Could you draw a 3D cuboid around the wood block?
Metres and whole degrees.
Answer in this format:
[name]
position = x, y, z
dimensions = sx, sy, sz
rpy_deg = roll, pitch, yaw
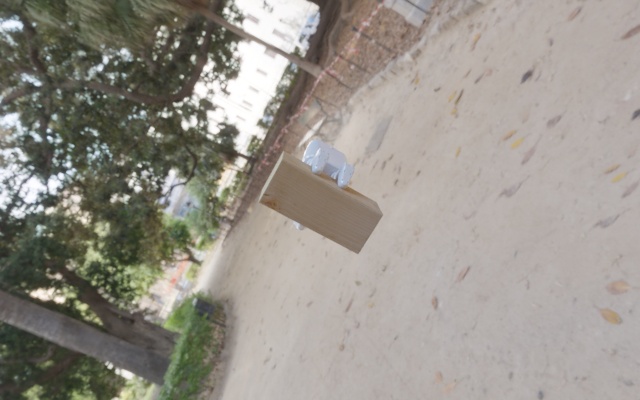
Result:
[wood block]
position = 0.000, 0.003, 0.885
dimensions = 0.206, 0.091, 0.090
rpy_deg = 28, 13, -10
